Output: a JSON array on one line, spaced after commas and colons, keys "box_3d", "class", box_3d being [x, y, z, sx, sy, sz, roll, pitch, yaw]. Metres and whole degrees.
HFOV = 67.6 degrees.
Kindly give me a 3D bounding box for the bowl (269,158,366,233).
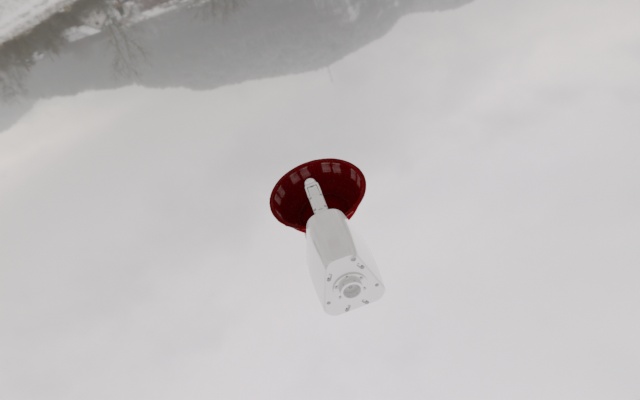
[{"box_3d": [0.000, 0.002, 0.792, 0.162, 0.162, 0.055, 0, -43, 19], "class": "bowl"}]
